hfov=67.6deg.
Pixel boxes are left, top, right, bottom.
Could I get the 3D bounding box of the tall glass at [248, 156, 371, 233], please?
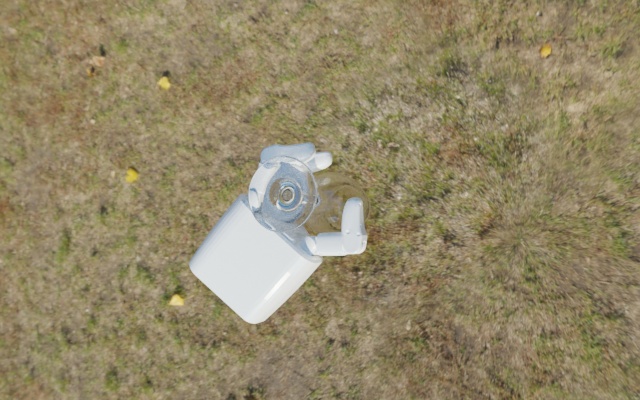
[{"bbox_3d":[0.000,0.002,0.548,0.079,0.079,0.201,0,-4,23],"label":"tall glass"}]
